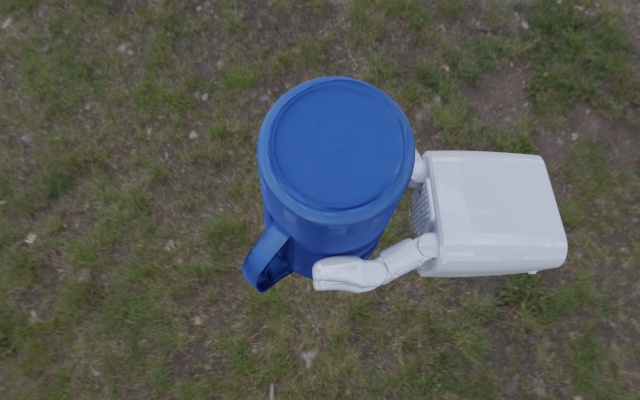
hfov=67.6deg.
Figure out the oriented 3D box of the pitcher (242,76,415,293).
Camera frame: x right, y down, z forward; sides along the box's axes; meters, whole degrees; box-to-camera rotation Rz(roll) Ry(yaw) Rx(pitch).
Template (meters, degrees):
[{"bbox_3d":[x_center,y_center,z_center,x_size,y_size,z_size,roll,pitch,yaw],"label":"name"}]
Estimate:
[{"bbox_3d":[0.000,0.001,0.427,0.145,0.149,0.243,0,-15,-2],"label":"pitcher"}]
